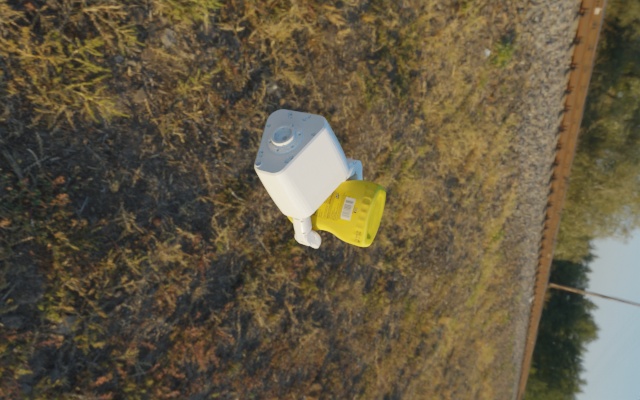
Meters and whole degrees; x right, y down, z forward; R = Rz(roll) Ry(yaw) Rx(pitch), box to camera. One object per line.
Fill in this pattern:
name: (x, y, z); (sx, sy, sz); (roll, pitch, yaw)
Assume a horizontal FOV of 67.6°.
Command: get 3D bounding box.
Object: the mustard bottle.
mustard bottle: (0.000, 0.003, 0.746); (0.191, 0.096, 0.058); (15, -1, 28)
